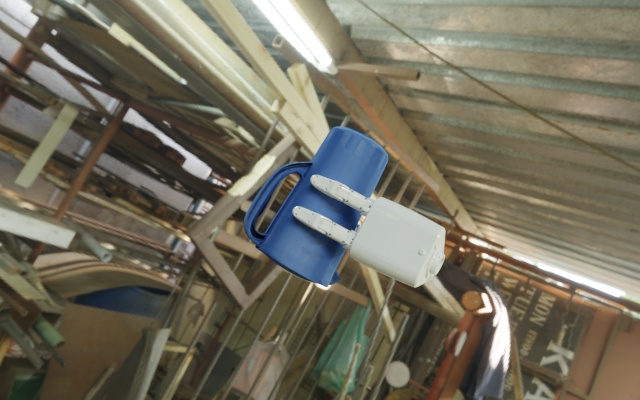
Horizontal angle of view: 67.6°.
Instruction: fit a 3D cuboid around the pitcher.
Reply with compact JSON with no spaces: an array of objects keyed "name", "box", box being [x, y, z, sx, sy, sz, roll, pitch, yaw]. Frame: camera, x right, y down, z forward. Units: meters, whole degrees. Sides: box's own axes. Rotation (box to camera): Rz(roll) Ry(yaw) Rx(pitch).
[{"name":"pitcher","box":[0.000,0.003,0.767,0.145,0.243,0.149,26,-7,28]}]
